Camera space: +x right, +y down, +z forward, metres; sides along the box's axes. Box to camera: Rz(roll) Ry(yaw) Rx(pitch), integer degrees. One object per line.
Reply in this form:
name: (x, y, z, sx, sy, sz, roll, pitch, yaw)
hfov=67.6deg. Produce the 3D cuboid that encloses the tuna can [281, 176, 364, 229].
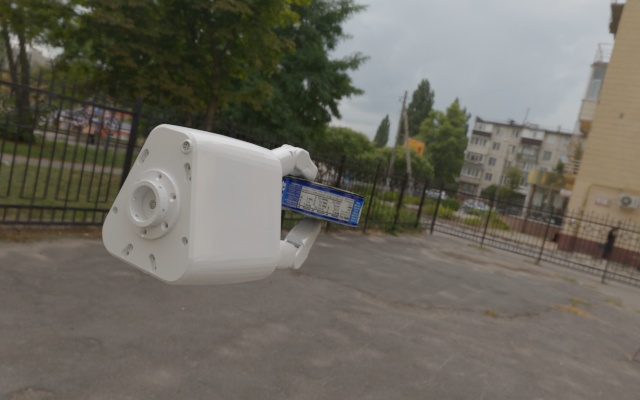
tuna can: (0.000, 0.001, 0.484, 0.086, 0.034, 0.086, 15, 0, 0)
